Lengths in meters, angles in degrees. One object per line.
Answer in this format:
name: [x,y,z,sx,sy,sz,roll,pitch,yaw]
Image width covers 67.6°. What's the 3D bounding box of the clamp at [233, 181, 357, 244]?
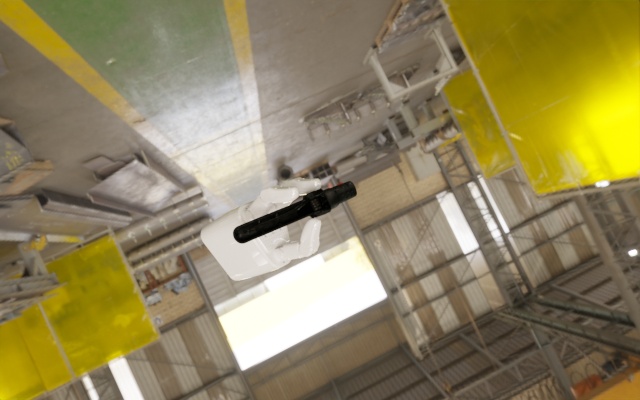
clamp: [0.001,0.003,0.664,0.164,0.036,0.210,-21,1,37]
